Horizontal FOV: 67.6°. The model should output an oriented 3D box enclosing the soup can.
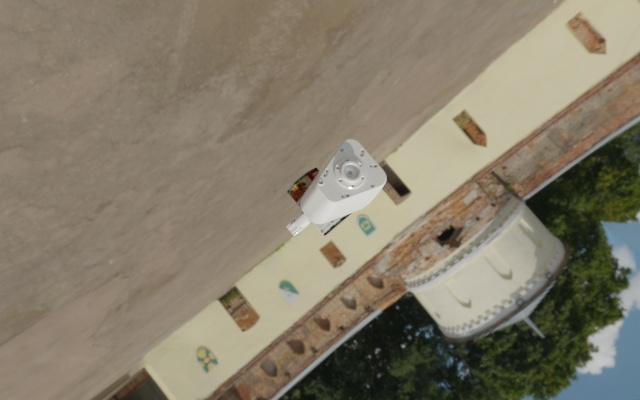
[{"bbox_3d":[0.000,0.003,0.830,0.068,0.102,0.068,-40,-5,-4],"label":"soup can"}]
